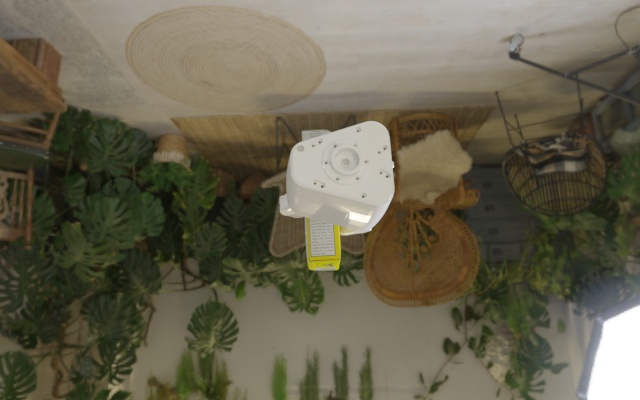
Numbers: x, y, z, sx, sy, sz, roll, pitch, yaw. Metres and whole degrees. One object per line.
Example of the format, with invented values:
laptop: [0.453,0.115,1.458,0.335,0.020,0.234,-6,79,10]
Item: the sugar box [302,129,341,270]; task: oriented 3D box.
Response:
sugar box: [0.001,0.002,0.647,0.048,0.176,0.093,-1,-15,-1]
